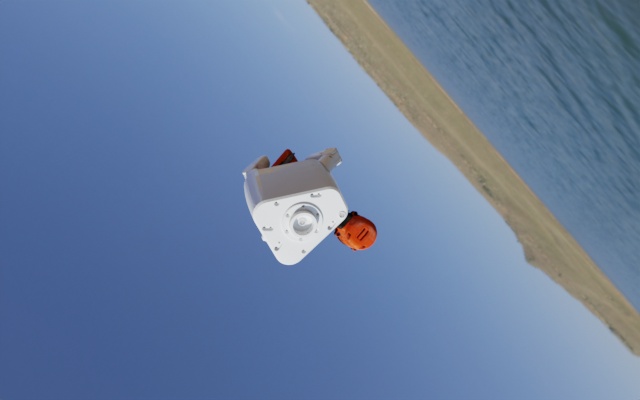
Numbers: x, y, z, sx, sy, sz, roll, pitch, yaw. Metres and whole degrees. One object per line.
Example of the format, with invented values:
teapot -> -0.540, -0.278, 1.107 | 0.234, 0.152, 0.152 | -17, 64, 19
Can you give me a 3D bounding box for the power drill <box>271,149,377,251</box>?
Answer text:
power drill -> 0.000, 0.002, 0.745 | 0.187, 0.057, 0.184 | 39, -5, -5
